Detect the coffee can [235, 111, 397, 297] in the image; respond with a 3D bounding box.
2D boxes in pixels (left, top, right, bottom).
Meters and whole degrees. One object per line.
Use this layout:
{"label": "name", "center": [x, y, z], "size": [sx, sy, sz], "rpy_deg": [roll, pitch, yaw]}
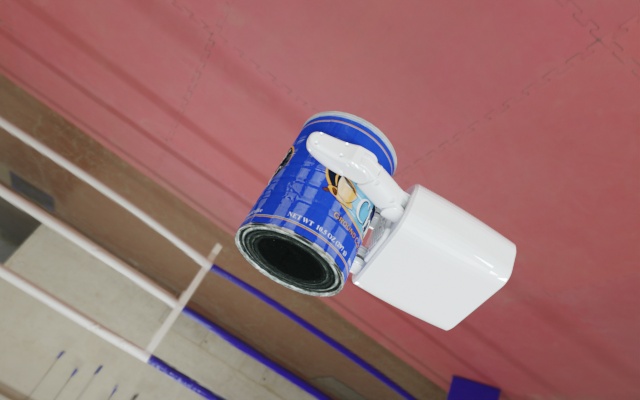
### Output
{"label": "coffee can", "center": [0.000, 0.001, 0.442], "size": [0.103, 0.140, 0.103], "rpy_deg": [20, -33, 13]}
